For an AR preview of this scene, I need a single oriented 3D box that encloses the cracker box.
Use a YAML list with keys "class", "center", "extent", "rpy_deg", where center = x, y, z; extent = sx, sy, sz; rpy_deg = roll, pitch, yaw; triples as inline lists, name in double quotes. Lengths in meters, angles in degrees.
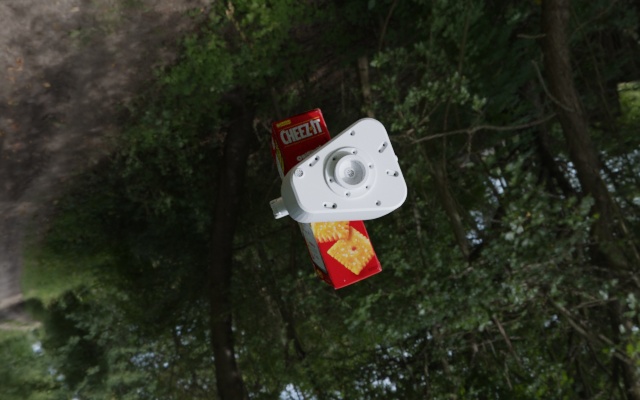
- class: "cracker box"
  center: [0.000, 0.002, 0.648]
  extent: [0.072, 0.213, 0.164]
  rpy_deg: [-20, -2, -8]
